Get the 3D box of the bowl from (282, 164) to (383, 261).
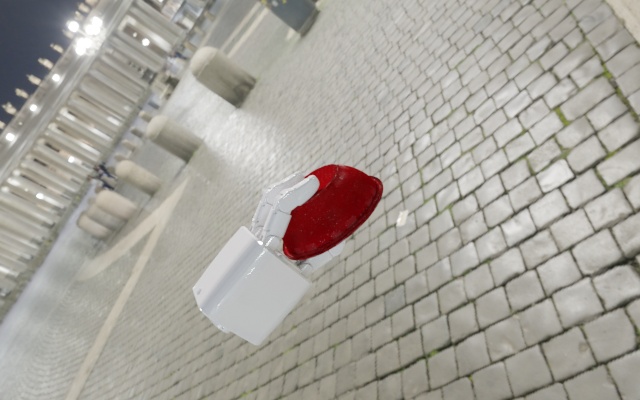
[{"bbox_3d":[0.001,0.001,0.626,0.162,0.055,0.162,-32,21,14],"label":"bowl"}]
